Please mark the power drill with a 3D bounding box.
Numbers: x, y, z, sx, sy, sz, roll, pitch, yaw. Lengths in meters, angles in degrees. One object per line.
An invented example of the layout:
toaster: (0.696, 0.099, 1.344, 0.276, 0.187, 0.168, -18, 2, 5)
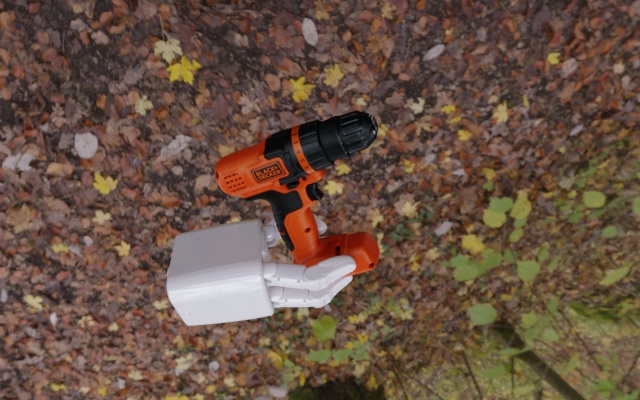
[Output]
power drill: (0.000, 0.002, 0.536, 0.184, 0.188, 0.057, -16, 29, 20)
